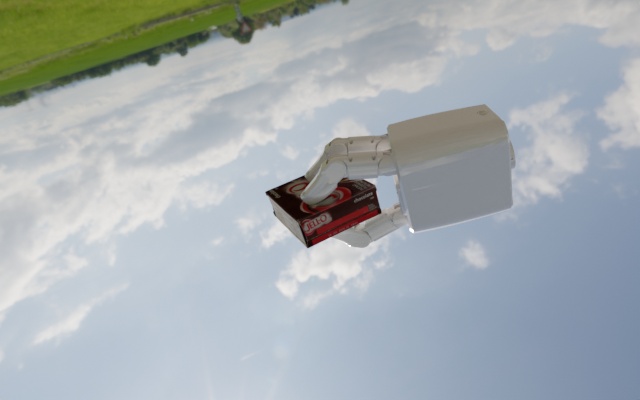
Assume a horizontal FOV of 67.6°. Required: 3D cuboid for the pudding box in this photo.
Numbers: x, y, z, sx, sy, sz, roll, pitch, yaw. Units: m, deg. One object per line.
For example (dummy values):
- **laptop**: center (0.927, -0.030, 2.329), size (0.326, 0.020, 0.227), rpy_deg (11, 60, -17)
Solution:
- **pudding box**: center (0.000, 0.002, 0.523), size (0.090, 0.039, 0.113), rpy_deg (-23, 22, -16)
